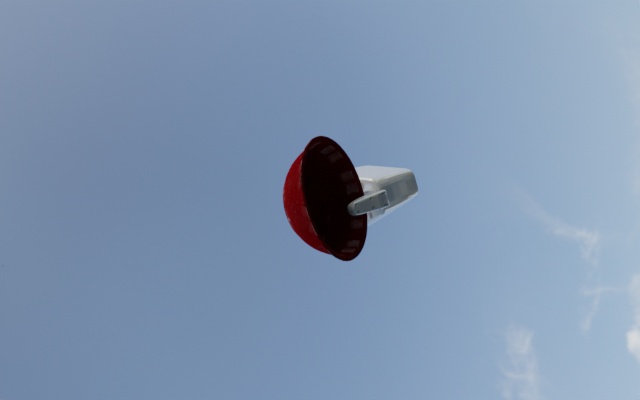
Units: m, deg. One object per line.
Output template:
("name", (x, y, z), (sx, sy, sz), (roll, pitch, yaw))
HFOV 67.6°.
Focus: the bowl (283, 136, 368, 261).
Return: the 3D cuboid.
("bowl", (-0.001, 0.002, 0.613), (0.055, 0.162, 0.162), (-15, -7, 29))
